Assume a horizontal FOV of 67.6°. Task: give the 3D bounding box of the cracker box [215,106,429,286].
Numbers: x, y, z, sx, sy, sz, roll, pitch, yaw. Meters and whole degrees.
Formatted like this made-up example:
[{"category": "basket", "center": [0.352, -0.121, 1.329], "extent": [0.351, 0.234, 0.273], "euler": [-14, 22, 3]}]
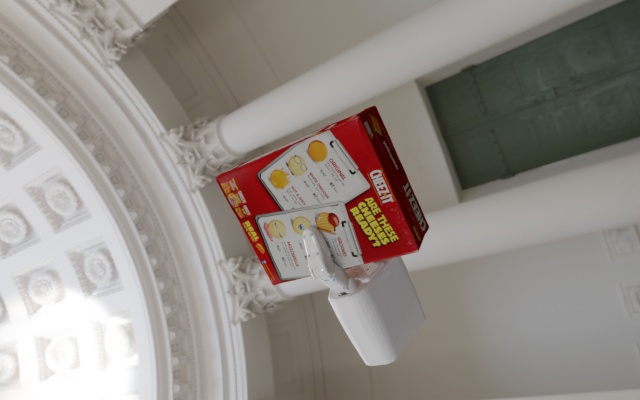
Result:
[{"category": "cracker box", "center": [0.000, 0.002, 0.584], "extent": [0.214, 0.164, 0.072], "euler": [-19, 14, 31]}]
